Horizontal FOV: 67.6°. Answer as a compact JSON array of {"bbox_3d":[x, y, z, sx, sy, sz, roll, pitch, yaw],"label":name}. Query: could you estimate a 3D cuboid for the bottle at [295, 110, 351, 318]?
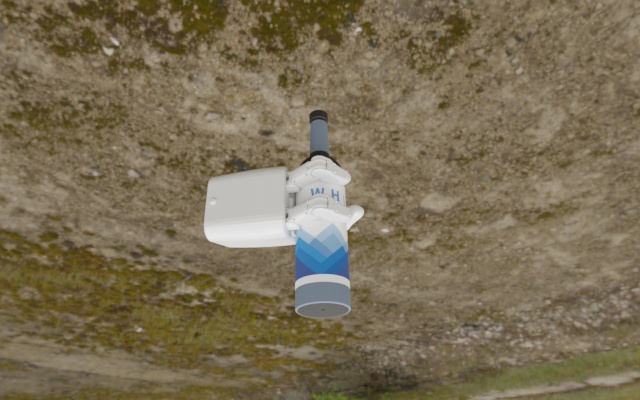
[{"bbox_3d":[0.000,0.002,0.637,0.069,0.295,0.069,-1,-29,-1],"label":"bottle"}]
